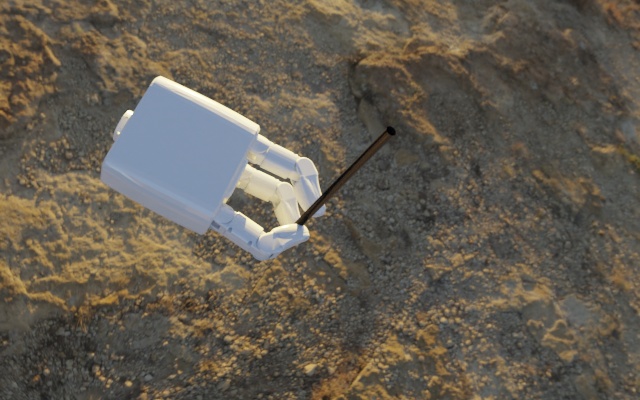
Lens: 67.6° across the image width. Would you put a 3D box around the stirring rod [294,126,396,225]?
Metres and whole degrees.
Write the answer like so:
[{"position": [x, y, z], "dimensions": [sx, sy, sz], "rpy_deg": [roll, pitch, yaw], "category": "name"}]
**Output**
[{"position": [0.000, 0.001, 0.438], "dimensions": [0.011, 0.011, 0.240], "rpy_deg": [0, -25, -28], "category": "stirring rod"}]
